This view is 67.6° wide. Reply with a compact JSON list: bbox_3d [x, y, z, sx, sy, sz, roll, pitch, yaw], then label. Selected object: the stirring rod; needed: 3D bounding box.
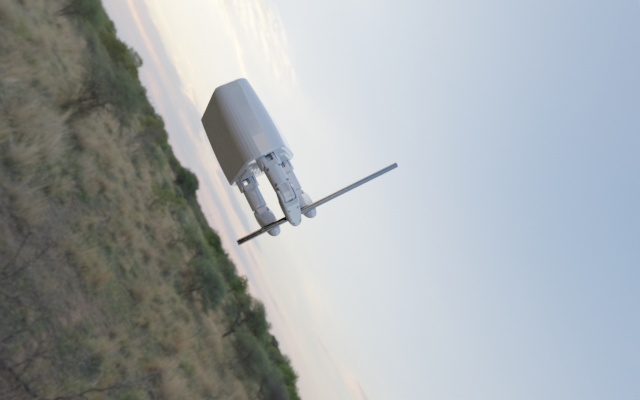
[{"bbox_3d":[0.000,0.002,0.630,0.239,0.011,0.011,-26,7,-14],"label":"stirring rod"}]
